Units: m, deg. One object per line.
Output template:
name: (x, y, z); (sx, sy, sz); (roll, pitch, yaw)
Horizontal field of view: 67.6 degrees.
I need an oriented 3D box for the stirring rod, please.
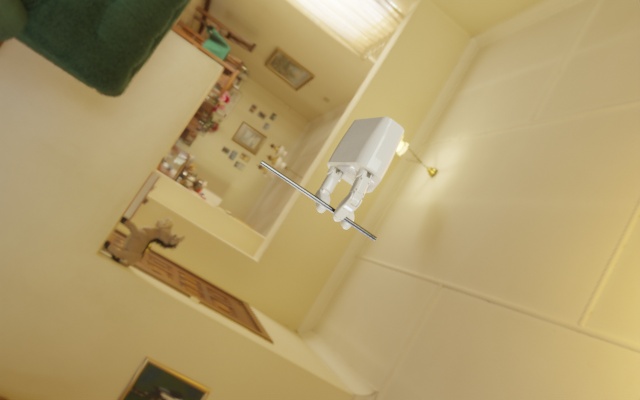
stirring rod: (0.000, 0.003, 0.805); (0.239, 0.011, 0.011); (34, -10, -16)
